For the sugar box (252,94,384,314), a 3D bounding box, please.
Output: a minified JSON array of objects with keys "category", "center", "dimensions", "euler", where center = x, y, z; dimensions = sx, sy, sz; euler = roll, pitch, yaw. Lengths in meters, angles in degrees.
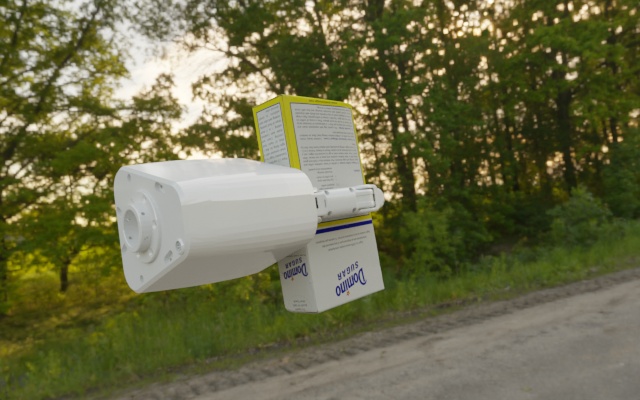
[{"category":"sugar box","center":[0.000,0.001,0.419],"dimensions":[0.048,0.176,0.093],"euler":[-9,-2,44]}]
